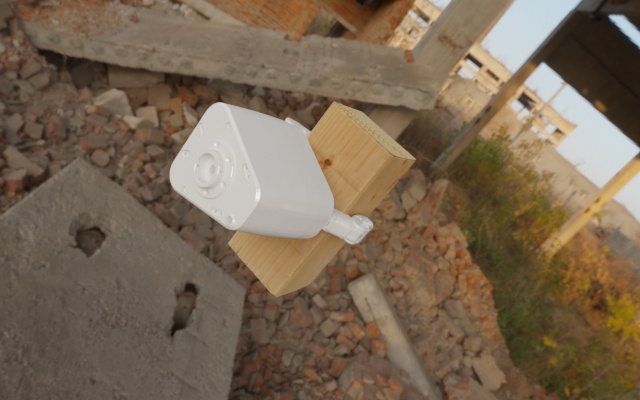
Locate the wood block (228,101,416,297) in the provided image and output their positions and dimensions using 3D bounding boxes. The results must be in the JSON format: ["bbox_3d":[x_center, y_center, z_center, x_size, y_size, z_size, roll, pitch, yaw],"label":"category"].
[{"bbox_3d":[0.000,0.002,0.550,0.090,0.206,0.090,45,19,18],"label":"wood block"}]
